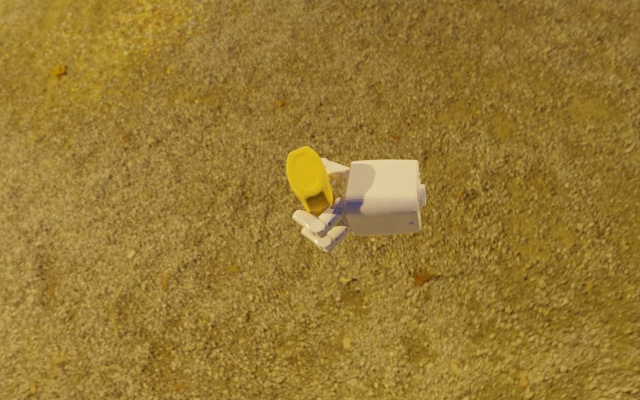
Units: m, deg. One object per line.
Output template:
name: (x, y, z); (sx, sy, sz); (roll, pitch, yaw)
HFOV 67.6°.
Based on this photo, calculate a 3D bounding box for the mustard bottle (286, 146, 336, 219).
mustard bottle: (0.000, 0.002, 0.779); (0.058, 0.096, 0.192); (-23, -33, 2)
